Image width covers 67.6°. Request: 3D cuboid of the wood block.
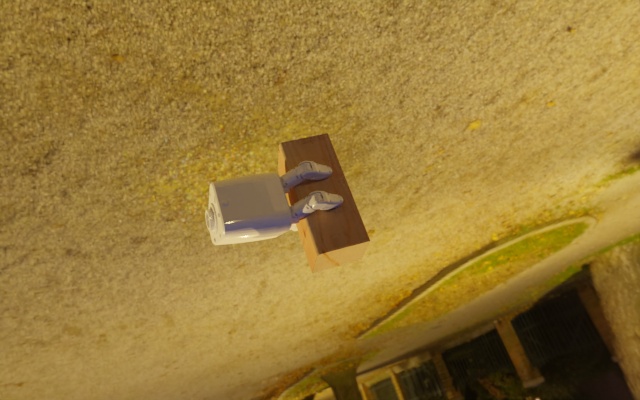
[{"bbox_3d":[0.000,0.003,0.798,0.090,0.206,0.091,-14,-24,-13],"label":"wood block"}]
